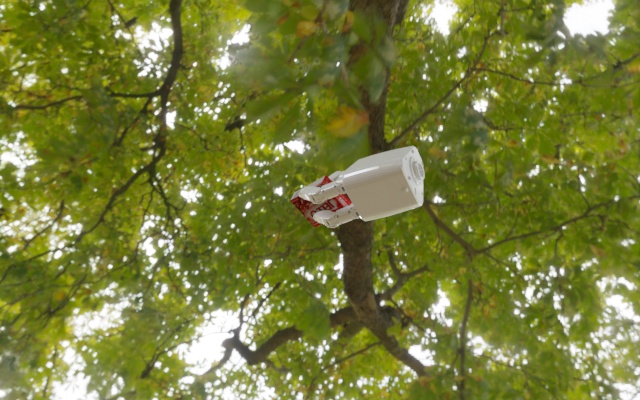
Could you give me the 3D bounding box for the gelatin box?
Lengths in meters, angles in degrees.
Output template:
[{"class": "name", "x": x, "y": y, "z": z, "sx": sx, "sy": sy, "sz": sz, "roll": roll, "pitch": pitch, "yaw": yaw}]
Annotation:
[{"class": "gelatin box", "x": 0.000, "y": 0.003, "z": 0.873, "sx": 0.089, "sy": 0.073, "sz": 0.030, "roll": -27, "pitch": 24, "yaw": 38}]
